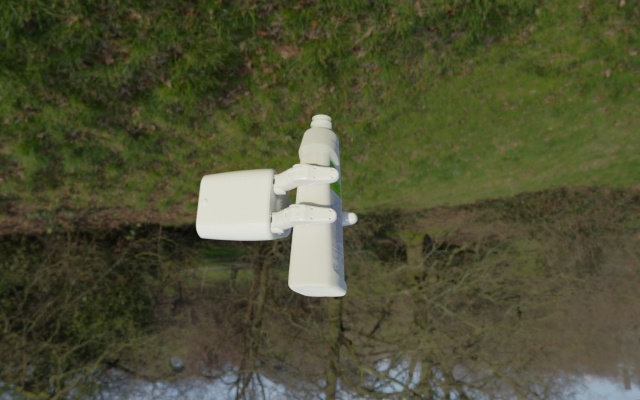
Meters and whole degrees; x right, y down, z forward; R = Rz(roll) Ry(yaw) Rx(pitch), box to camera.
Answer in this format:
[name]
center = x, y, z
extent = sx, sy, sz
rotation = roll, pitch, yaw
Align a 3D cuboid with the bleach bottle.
[bleach bottle]
center = 0.000, 0.002, 0.670
extent = 0.068, 0.250, 0.103
rotation = -3, -19, 14
